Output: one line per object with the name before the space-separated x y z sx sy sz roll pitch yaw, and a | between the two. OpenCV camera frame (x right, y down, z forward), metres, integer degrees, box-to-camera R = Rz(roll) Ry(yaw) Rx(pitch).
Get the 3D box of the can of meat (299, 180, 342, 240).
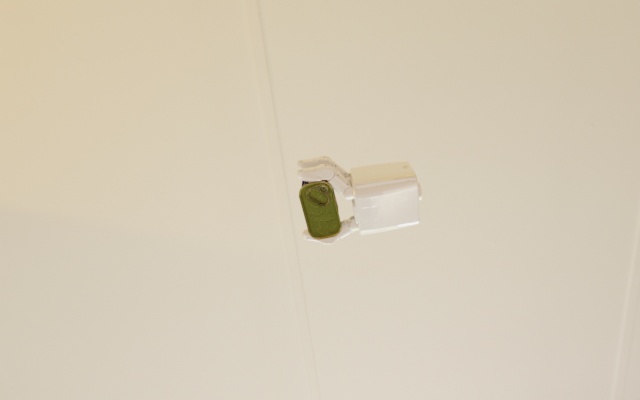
can of meat | 0.000 0.003 0.826 0.057 0.102 0.084 -12 21 5
